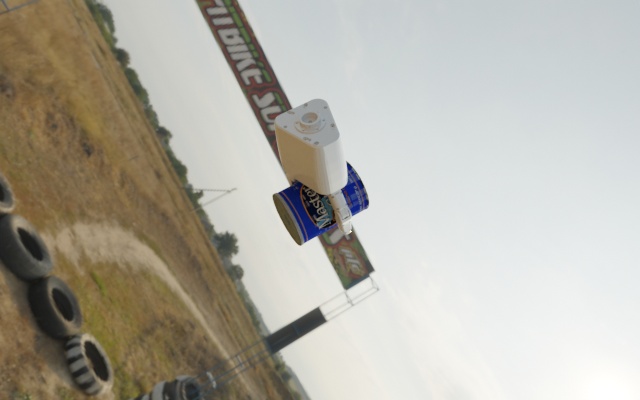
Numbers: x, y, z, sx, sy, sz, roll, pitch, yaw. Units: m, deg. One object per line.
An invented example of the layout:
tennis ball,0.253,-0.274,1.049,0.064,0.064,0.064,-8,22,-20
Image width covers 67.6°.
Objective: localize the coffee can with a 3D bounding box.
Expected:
coffee can,0.000,0.003,0.846,0.140,0.103,0.103,-28,7,-14
